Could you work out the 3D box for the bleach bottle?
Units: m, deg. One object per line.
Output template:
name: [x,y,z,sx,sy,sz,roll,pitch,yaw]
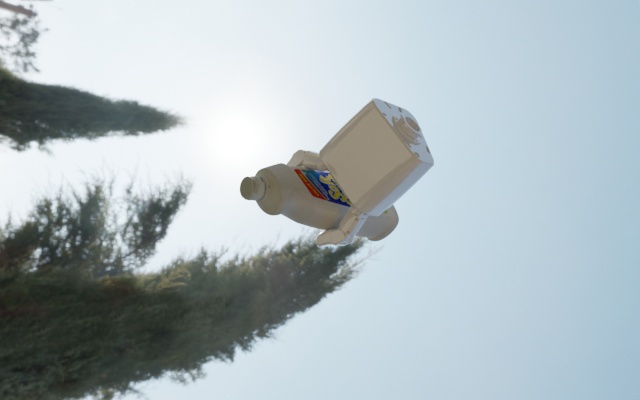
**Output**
bleach bottle: [0.000,0.002,0.673,0.251,0.102,0.068,7,-42,-45]
